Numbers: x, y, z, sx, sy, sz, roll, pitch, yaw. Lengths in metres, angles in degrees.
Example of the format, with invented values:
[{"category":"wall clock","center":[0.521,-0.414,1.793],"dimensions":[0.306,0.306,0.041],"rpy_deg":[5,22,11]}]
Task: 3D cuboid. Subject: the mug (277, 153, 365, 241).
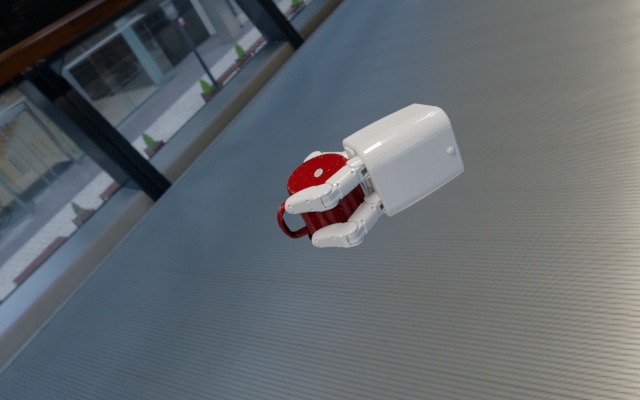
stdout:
[{"category":"mug","center":[-0.001,0.002,0.586],"dimensions":[0.117,0.081,0.093],"rpy_deg":[-30,33,-2]}]
